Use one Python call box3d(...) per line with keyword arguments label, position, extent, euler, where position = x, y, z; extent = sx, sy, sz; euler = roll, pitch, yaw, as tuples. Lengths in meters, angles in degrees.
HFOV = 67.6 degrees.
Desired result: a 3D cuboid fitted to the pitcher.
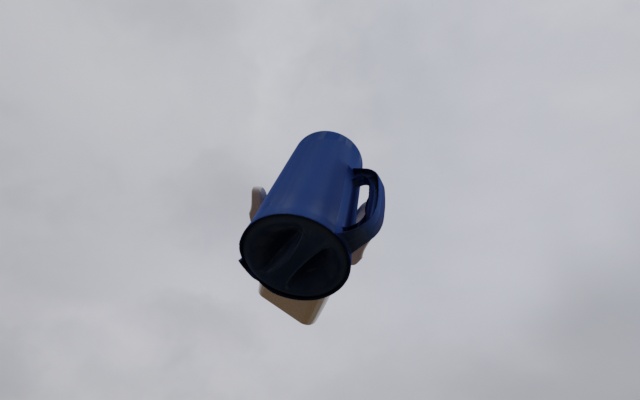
box3d(label="pitcher", position=(0.000, 0.002, 0.640), extent=(0.149, 0.145, 0.242), euler=(19, 37, -1))
